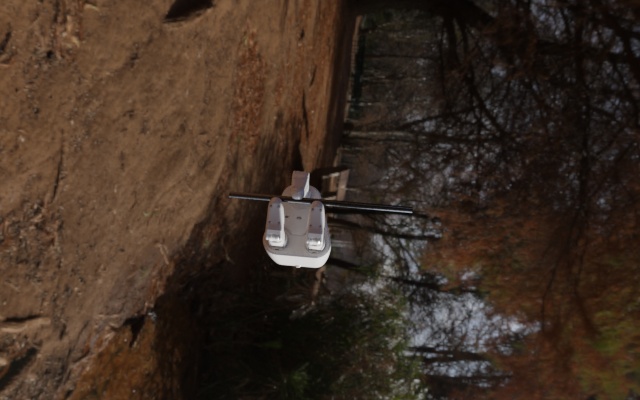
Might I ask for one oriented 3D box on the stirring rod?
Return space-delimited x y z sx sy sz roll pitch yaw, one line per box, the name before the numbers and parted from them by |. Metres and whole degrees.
stirring rod | 0.000 0.002 0.627 0.239 0.011 0.011 5 0 1
